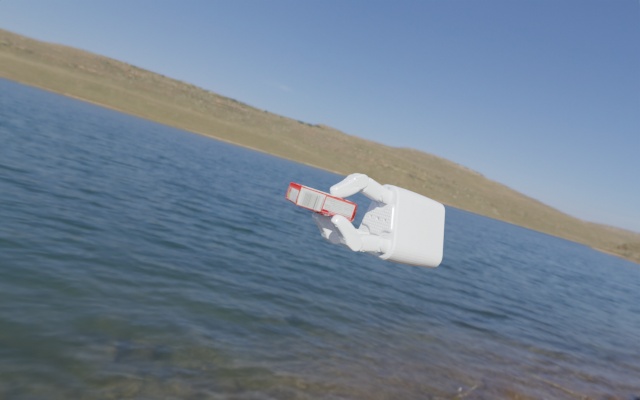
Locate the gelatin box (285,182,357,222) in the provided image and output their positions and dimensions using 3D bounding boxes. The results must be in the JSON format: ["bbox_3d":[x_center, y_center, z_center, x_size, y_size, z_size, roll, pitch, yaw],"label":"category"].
[{"bbox_3d":[0.000,0.002,0.694,0.089,0.030,0.073,18,2,-17],"label":"gelatin box"}]
